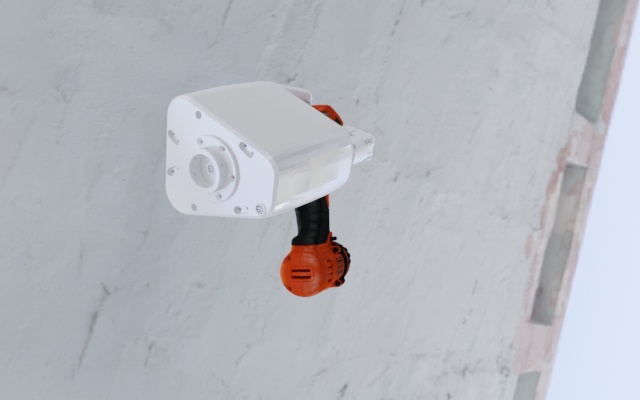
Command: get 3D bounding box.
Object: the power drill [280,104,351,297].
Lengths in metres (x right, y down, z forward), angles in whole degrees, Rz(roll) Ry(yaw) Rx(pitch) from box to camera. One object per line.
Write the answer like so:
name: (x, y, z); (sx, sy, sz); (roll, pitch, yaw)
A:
power drill: (0.000, 0.001, 0.513); (0.057, 0.187, 0.184); (-4, -3, 10)
